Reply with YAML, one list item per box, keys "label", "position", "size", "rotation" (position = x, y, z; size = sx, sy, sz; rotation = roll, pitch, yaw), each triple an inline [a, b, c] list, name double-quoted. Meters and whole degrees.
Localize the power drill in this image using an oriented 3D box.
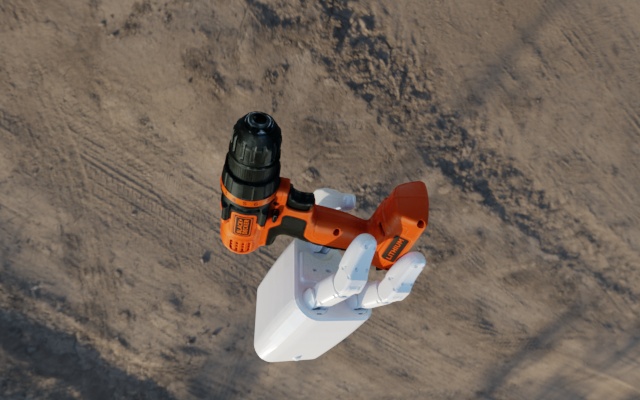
- label: "power drill"
  position: [0.000, 0.002, 0.447]
  size: [0.187, 0.057, 0.184]
  rotation: [12, -35, -7]
